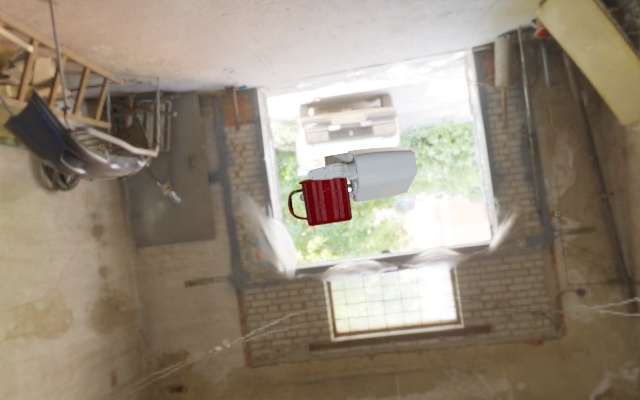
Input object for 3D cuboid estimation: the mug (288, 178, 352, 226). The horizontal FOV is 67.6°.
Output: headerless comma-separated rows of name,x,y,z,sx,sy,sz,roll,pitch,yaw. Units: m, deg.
mug,-0.001,0.003,0.852,0.117,0.081,0.093,-8,-2,-4
